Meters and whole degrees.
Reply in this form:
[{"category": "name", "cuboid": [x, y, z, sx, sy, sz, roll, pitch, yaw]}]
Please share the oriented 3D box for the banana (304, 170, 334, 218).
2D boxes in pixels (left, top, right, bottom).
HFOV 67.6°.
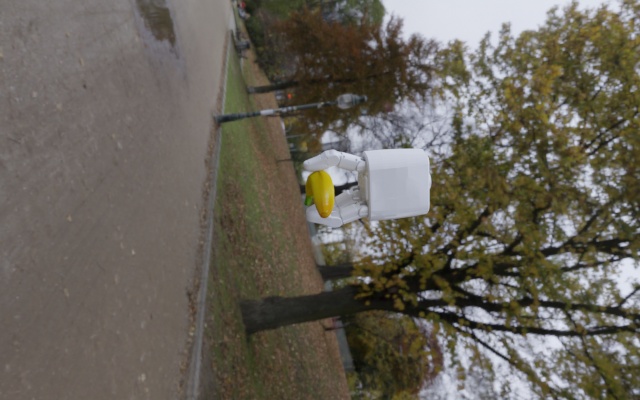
[{"category": "banana", "cuboid": [0.000, -0.016, 0.787, 0.037, 0.069, 0.198, -1, 5, -7]}]
